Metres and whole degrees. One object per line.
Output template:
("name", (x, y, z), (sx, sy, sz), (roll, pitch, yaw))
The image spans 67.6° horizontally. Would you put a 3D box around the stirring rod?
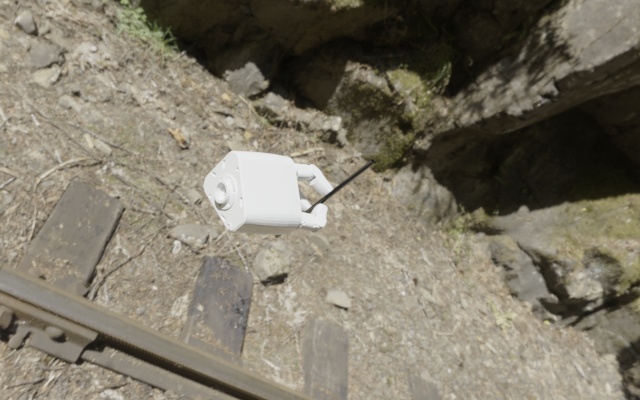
("stirring rod", (0.000, 0.003, 0.784), (0.240, 0.011, 0.011), (-38, -23, 34))
